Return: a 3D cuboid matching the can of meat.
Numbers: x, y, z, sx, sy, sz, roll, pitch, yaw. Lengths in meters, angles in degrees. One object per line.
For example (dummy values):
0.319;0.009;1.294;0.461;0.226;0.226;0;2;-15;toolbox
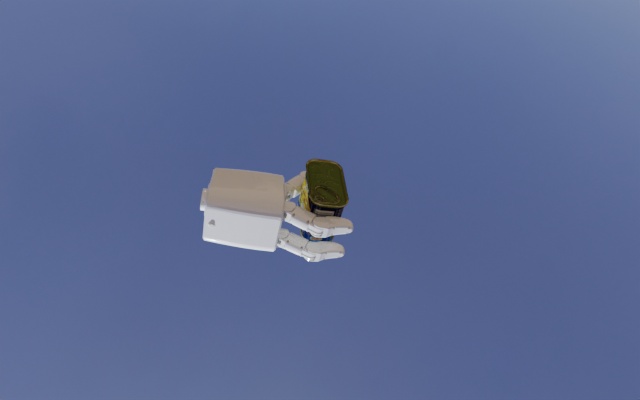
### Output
0.000;0.003;0.715;0.057;0.084;0.102;6;42;-13;can of meat
